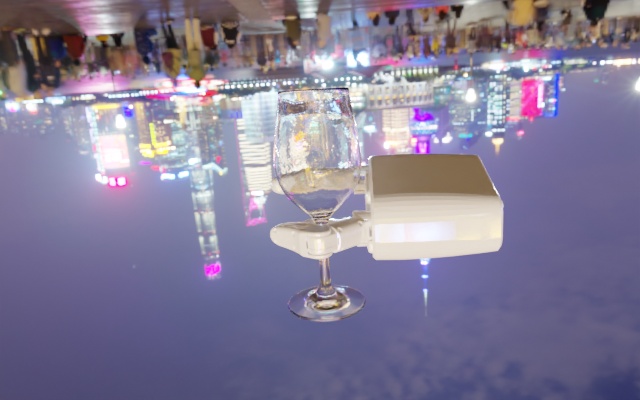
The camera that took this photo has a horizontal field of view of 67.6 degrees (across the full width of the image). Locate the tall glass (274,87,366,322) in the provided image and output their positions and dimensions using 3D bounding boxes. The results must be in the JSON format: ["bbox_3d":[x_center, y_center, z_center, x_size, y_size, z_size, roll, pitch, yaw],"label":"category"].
[{"bbox_3d":[0.000,0.002,0.433,0.079,0.201,0.079,-4,14,1],"label":"tall glass"}]
